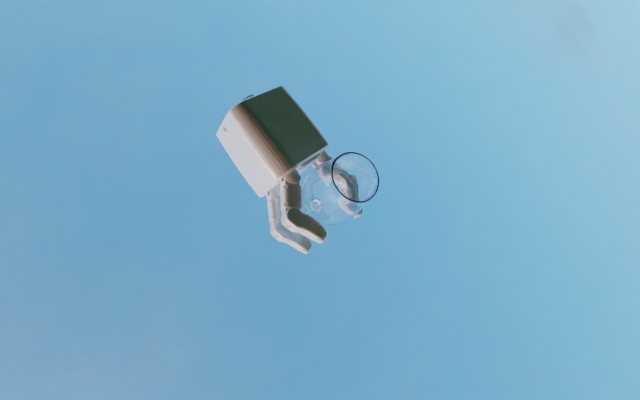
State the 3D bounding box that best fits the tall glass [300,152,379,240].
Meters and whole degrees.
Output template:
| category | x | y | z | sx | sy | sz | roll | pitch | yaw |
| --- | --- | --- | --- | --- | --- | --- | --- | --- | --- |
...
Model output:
| category | x | y | z | sx | sy | sz | roll | pitch | yaw |
| --- | --- | --- | --- | --- | --- | --- | --- | --- | --- |
| tall glass | 0.000 | 0.002 | 0.627 | 0.079 | 0.079 | 0.201 | 0 | -17 | -25 |
